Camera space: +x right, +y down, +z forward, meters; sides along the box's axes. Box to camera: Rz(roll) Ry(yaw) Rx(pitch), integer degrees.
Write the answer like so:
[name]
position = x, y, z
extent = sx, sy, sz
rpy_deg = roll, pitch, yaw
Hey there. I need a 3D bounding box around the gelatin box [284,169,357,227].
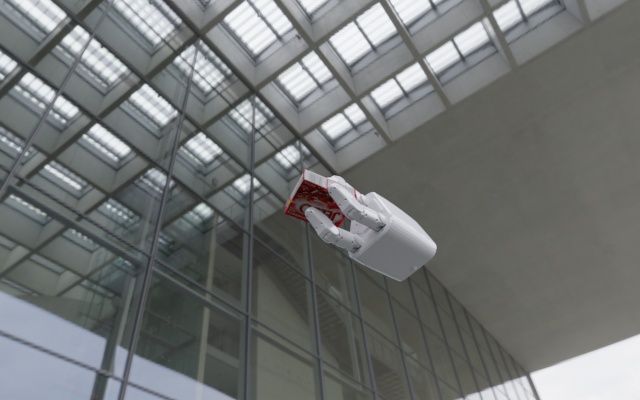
[gelatin box]
position = 0.000, 0.002, 0.725
extent = 0.089, 0.073, 0.030
rpy_deg = 22, 36, -14
